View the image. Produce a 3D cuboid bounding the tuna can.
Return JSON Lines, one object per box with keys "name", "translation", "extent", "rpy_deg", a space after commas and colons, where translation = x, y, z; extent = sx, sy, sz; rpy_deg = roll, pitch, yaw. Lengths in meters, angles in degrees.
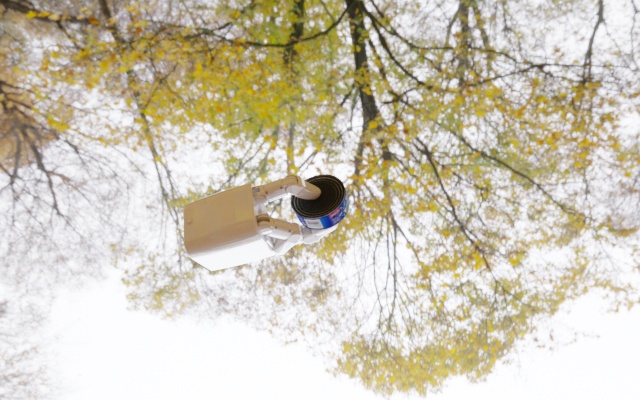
{"name": "tuna can", "translation": [0.000, 0.003, 0.728], "extent": [0.086, 0.086, 0.034], "rpy_deg": [0, -39, 21]}
